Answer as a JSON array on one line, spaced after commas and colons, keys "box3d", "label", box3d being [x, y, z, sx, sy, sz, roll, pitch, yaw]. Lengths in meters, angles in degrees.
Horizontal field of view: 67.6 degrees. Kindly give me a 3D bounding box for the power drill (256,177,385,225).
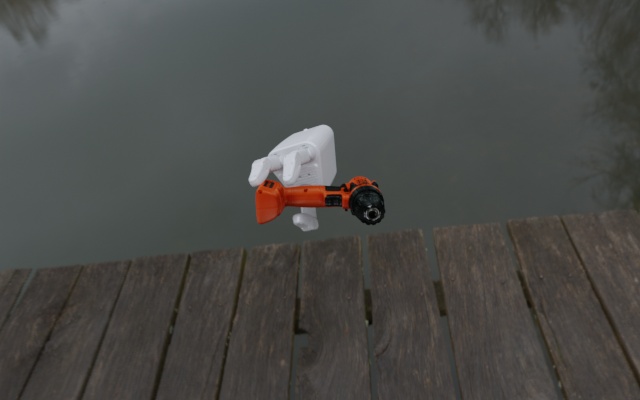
[{"box3d": [0.000, 0.002, 0.721, 0.187, 0.057, 0.184, 0, 10, -1], "label": "power drill"}]
